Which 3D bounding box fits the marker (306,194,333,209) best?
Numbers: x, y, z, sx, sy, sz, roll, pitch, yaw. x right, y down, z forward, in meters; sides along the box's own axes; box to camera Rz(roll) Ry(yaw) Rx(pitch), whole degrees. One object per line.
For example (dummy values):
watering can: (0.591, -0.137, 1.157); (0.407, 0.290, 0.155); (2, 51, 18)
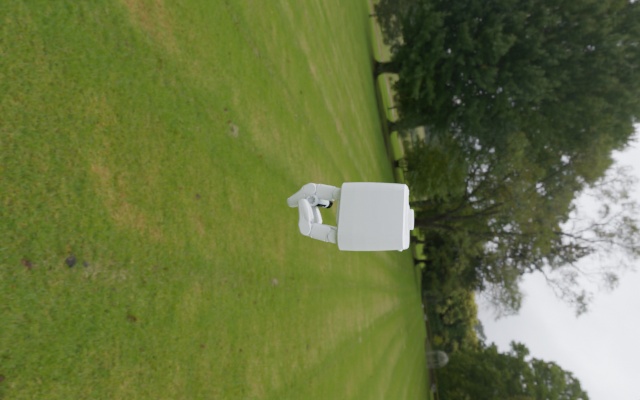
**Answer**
marker: (0.000, 0.003, 0.844); (0.020, 0.020, 0.121); (0, -3, 15)
